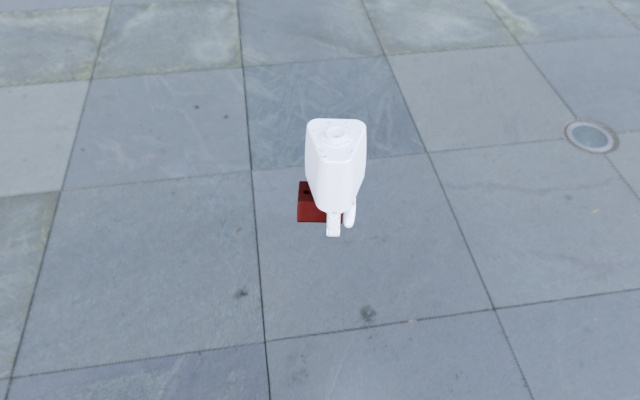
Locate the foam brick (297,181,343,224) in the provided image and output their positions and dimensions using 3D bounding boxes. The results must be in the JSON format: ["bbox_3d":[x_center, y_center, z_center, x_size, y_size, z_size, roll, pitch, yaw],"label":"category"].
[{"bbox_3d":[0.000,0.003,0.809,0.078,0.051,0.053,1,45,1],"label":"foam brick"}]
